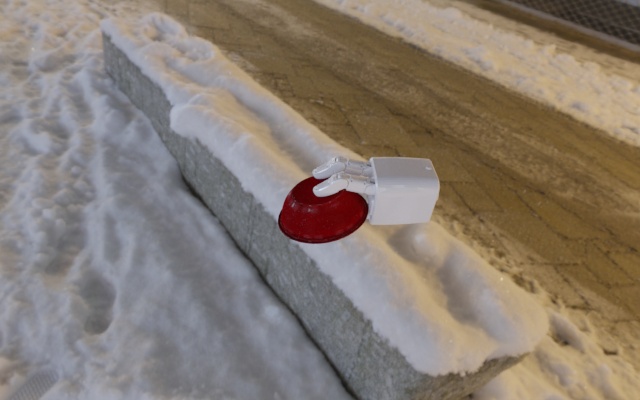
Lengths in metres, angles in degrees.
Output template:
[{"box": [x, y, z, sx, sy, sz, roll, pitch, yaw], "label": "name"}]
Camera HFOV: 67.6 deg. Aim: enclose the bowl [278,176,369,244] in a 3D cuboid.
[{"box": [-0.001, 0.003, 0.824, 0.162, 0.055, 0.162, -8, 35, 5], "label": "bowl"}]
